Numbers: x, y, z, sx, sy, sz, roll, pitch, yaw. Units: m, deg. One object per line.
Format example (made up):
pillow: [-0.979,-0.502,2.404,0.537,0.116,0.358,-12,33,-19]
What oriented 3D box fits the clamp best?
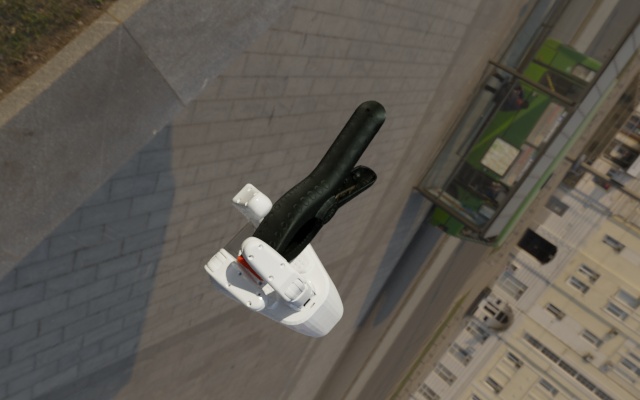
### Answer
clamp: [0.000,0.002,0.422,0.039,0.171,0.120,39,-11,25]
